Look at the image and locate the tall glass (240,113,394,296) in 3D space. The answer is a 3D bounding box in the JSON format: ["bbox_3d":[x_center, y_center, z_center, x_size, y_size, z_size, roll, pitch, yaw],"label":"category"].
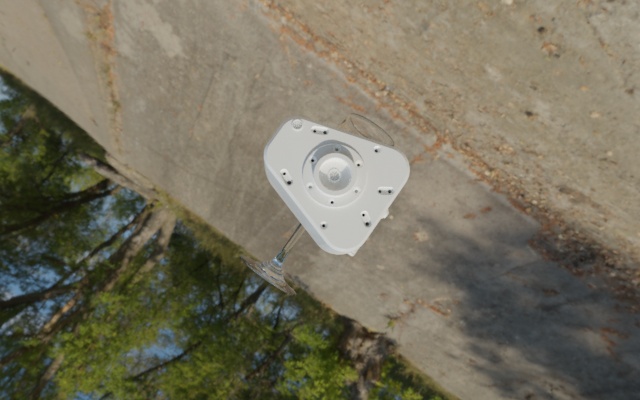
[{"bbox_3d":[0.000,0.002,0.528,0.079,0.201,0.079,35,-5,3],"label":"tall glass"}]
